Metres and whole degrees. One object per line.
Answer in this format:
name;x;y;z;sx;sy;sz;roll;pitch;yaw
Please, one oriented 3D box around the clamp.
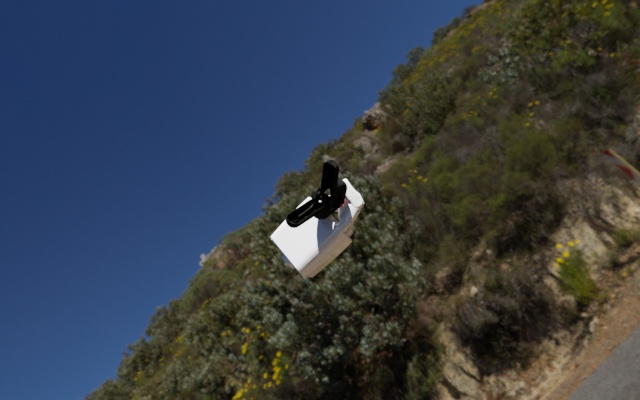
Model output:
clamp;0.000;0.002;0.785;0.039;0.120;0.171;44;0;18
